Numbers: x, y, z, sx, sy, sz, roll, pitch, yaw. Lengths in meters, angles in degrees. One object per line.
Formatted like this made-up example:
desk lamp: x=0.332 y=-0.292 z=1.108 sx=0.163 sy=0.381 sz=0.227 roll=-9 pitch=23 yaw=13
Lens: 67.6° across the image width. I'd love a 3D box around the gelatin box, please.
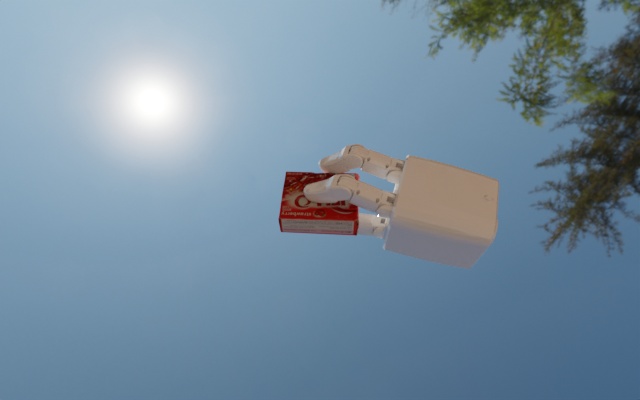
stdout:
gelatin box: x=0.000 y=0.002 z=0.550 sx=0.089 sy=0.073 sz=0.030 roll=2 pitch=-41 yaw=3
